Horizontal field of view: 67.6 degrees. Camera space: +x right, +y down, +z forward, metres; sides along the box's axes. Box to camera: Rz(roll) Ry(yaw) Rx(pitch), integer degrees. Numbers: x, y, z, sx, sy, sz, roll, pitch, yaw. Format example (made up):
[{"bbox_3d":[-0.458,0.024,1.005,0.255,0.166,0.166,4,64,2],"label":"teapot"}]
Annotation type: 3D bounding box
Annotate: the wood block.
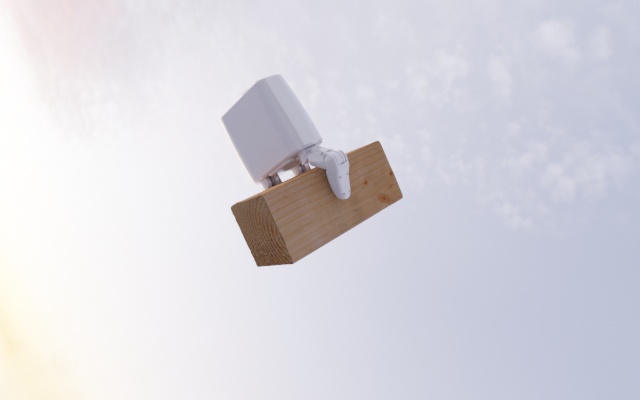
[{"bbox_3d":[0.000,0.002,0.636,0.206,0.090,0.091,-28,7,-36],"label":"wood block"}]
